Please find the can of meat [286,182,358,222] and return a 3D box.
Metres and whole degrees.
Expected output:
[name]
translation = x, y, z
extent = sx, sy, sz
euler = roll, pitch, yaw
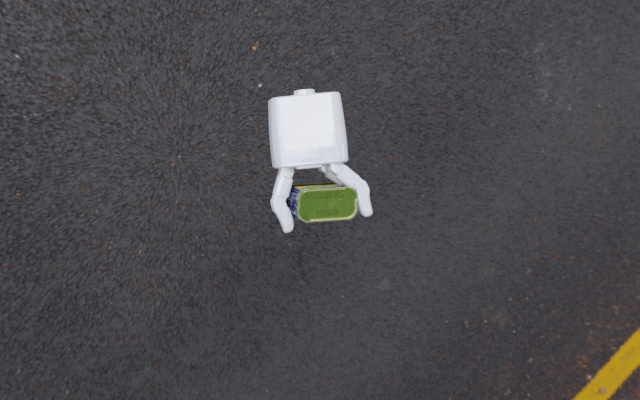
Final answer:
[can of meat]
translation = 0.000, 0.003, 0.753
extent = 0.102, 0.057, 0.084
euler = -4, 5, -16
